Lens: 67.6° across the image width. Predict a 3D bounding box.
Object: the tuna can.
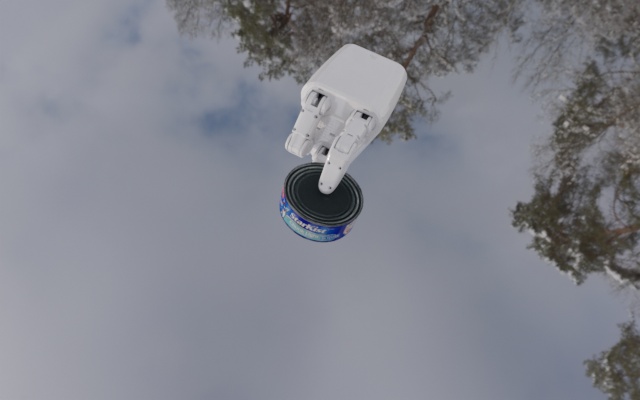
[{"bbox_3d":[0.000,0.002,0.507,0.086,0.086,0.034,0,-39,-19],"label":"tuna can"}]
